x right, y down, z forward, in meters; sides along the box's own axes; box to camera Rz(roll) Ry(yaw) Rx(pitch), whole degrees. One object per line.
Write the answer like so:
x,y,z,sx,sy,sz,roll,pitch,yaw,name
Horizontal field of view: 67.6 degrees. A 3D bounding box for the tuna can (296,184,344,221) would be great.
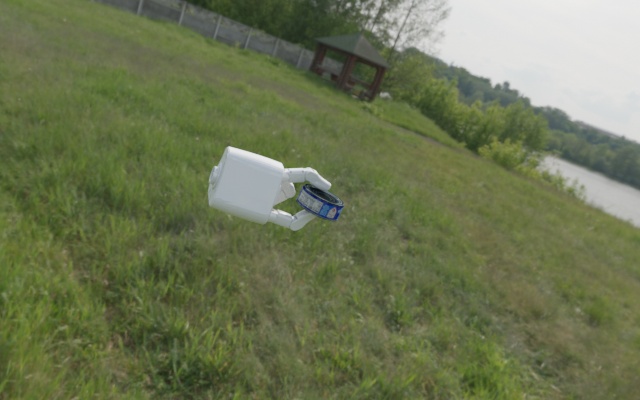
0.000,0.002,0.885,0.086,0.034,0.086,25,13,-6,tuna can
